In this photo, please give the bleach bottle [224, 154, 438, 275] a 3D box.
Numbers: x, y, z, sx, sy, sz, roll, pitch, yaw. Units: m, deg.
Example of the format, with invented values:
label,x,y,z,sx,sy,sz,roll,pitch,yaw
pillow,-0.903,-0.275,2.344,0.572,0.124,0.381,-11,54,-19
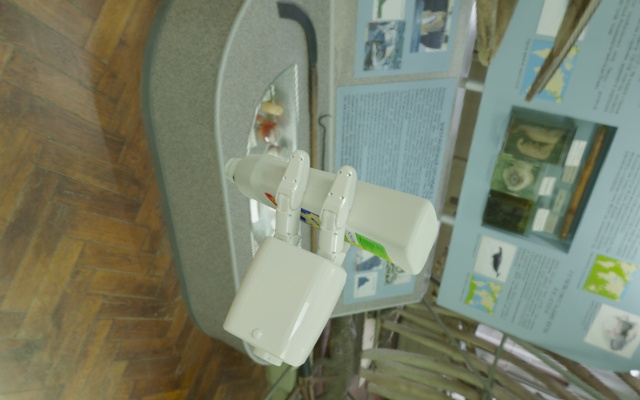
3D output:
label,x,y,z,sx,sy,sz,roll,pitch,yaw
bleach bottle,0.000,0.002,0.540,0.251,0.068,0.103,19,-16,25
